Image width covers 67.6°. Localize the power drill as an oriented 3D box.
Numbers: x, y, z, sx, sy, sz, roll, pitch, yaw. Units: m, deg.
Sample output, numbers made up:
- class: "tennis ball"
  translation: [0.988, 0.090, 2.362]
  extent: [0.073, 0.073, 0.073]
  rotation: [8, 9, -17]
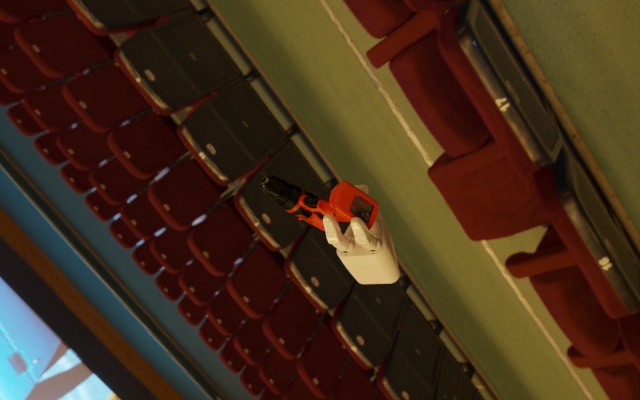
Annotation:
- class: "power drill"
  translation: [0.001, 0.003, 0.887]
  extent: [0.184, 0.057, 0.187]
  rotation: [31, -18, -33]
